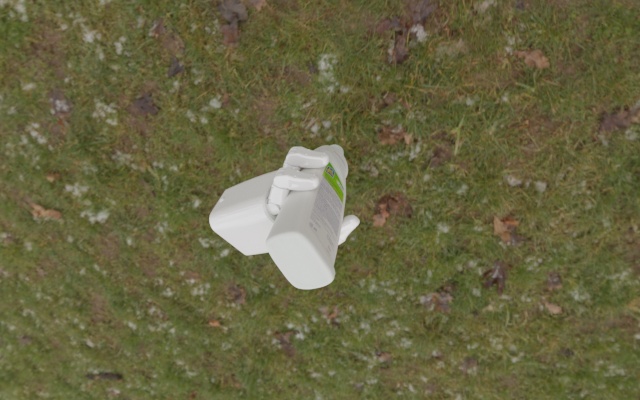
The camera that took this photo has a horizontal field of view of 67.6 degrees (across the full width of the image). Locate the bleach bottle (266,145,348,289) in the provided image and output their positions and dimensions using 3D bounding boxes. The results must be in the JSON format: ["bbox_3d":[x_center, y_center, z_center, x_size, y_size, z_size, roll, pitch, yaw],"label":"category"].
[{"bbox_3d":[0.000,0.002,0.695,0.068,0.103,0.250,-16,31,27],"label":"bleach bottle"}]
